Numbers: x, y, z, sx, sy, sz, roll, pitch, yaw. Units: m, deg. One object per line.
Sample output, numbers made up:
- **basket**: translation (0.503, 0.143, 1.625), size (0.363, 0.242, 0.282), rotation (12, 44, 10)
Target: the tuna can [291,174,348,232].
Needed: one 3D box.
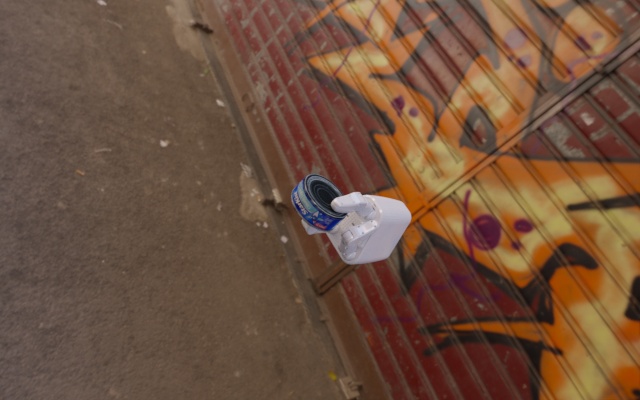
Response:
- **tuna can**: translation (0.000, 0.002, 0.709), size (0.086, 0.086, 0.034), rotation (0, -37, -50)
